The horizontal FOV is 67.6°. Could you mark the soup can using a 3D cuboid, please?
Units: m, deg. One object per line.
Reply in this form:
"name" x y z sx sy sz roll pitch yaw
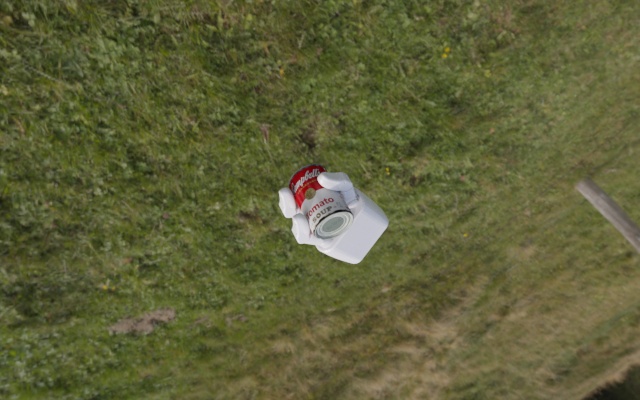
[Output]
"soup can" 0.000 0.002 0.737 0.068 0.102 0.069 -19 -36 -14
